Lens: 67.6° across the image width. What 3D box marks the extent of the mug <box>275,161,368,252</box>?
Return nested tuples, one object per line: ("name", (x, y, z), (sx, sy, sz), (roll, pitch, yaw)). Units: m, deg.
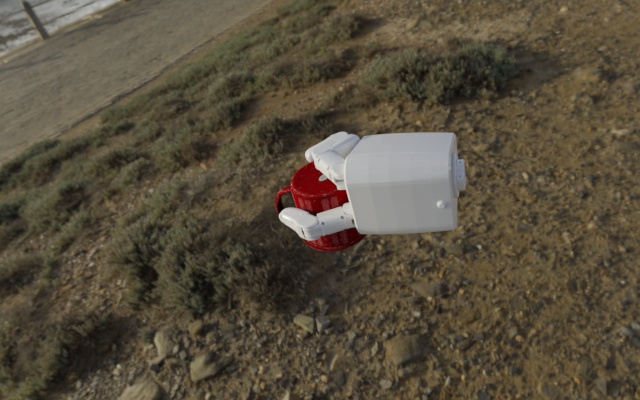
("mug", (-0.001, 0.002, 0.588), (0.117, 0.082, 0.093), (-3, 38, 18))
